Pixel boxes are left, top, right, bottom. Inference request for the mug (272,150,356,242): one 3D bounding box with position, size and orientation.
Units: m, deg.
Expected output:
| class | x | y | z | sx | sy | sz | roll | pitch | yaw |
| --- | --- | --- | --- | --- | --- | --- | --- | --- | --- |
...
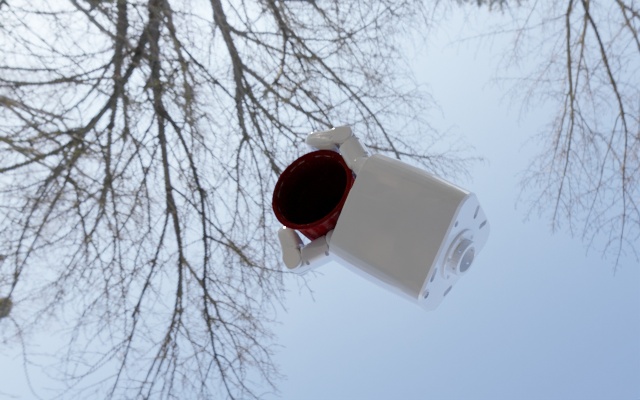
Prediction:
| class | x | y | z | sx | sy | sz | roll | pitch | yaw |
| --- | --- | --- | --- | --- | --- | --- | --- | --- | --- |
| mug | -0.001 | 0.001 | 0.521 | 0.117 | 0.093 | 0.081 | 28 | -11 | 40 |
